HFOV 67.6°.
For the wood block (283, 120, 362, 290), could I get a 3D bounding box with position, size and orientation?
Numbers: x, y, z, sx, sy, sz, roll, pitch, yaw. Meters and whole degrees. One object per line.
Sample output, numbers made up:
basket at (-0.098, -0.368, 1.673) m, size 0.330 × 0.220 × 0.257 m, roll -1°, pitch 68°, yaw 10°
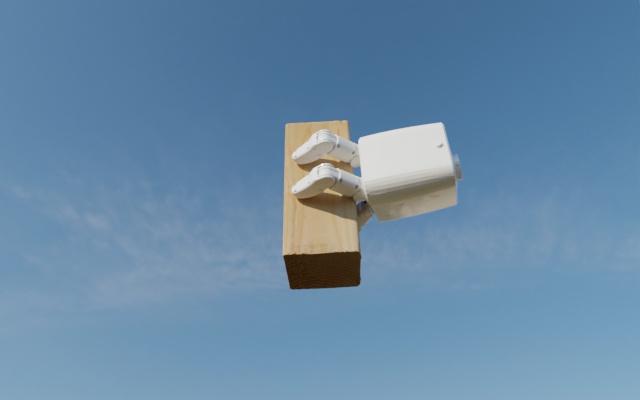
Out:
wood block at (0.001, 0.002, 0.624) m, size 0.090 × 0.206 × 0.091 m, roll -3°, pitch -37°, yaw 2°
